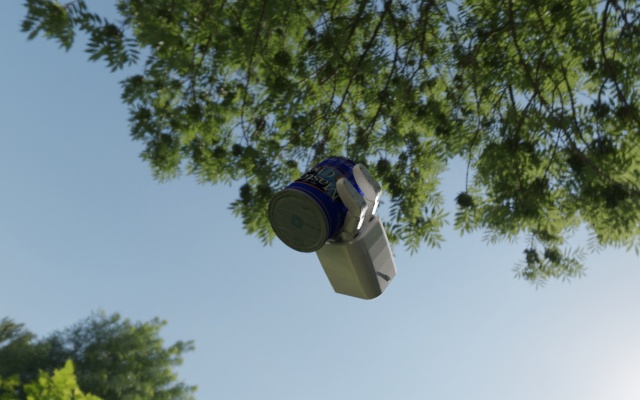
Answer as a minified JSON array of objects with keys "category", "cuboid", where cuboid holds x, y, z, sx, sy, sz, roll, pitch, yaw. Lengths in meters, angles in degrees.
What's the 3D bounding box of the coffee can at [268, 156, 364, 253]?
[{"category":"coffee can","cuboid":[0.000,0.002,0.741,0.103,0.103,0.140,0,25,34]}]
